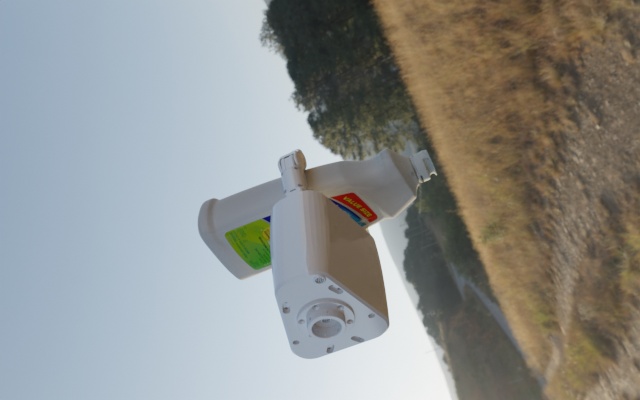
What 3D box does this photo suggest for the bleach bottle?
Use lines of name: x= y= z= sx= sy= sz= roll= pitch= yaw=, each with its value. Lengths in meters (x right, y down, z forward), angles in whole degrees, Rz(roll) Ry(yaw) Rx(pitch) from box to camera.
bleach bottle: x=0.000 y=0.002 z=0.521 sx=0.251 sy=0.103 sz=0.068 roll=-23 pitch=35 yaw=12
